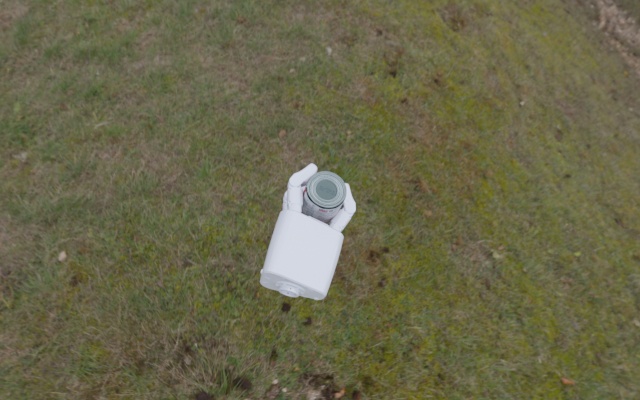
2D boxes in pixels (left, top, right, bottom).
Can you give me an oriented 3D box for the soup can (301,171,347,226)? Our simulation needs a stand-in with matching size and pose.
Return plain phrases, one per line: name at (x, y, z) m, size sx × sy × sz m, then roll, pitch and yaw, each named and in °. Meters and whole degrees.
soup can at (0.000, 0.002, 0.801) m, size 0.068 × 0.068 × 0.102 m, roll 0°, pitch -24°, yaw -12°
